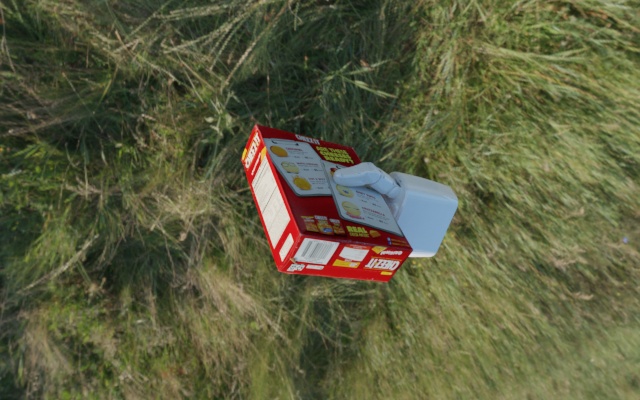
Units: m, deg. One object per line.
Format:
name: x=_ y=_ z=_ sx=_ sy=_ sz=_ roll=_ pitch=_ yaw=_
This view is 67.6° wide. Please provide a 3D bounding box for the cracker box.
cracker box: x=0.000 y=0.002 z=0.624 sx=0.164 sy=0.072 sz=0.213 roll=10 pitch=36 yaw=-32
